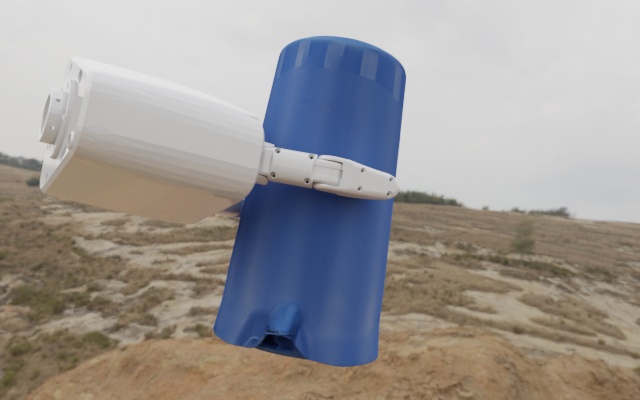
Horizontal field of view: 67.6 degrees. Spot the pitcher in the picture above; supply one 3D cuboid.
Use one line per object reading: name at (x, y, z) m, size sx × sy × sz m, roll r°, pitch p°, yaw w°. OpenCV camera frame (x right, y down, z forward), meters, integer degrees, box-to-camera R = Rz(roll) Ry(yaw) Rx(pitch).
pitcher at (0.000, 0.001, 0.403) m, size 0.145 × 0.243 × 0.149 m, roll 13°, pitch -5°, yaw -36°
